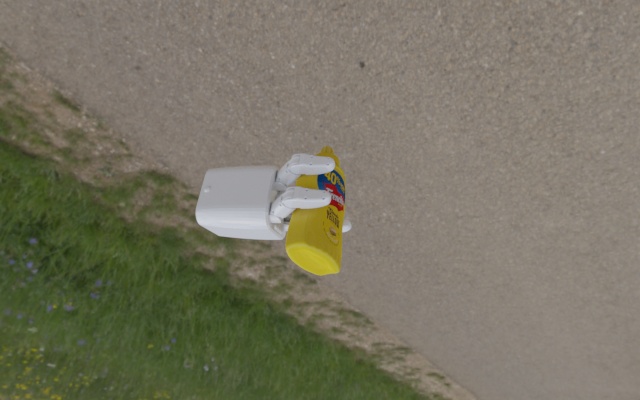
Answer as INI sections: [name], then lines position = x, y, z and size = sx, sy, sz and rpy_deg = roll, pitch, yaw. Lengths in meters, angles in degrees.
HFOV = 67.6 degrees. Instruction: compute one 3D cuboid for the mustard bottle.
[mustard bottle]
position = 0.000, 0.002, 0.681
size = 0.058, 0.191, 0.096
rpy_deg = -15, -38, 30
